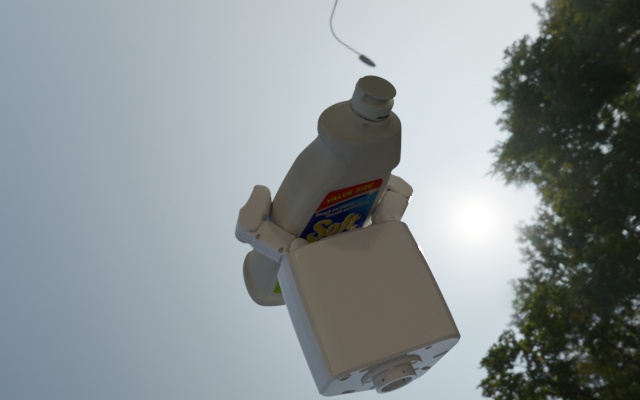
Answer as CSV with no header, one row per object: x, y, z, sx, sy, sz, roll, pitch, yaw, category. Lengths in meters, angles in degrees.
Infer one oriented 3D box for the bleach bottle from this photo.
0.000,0.001,0.424,0.102,0.068,0.251,-4,-39,-23,bleach bottle
